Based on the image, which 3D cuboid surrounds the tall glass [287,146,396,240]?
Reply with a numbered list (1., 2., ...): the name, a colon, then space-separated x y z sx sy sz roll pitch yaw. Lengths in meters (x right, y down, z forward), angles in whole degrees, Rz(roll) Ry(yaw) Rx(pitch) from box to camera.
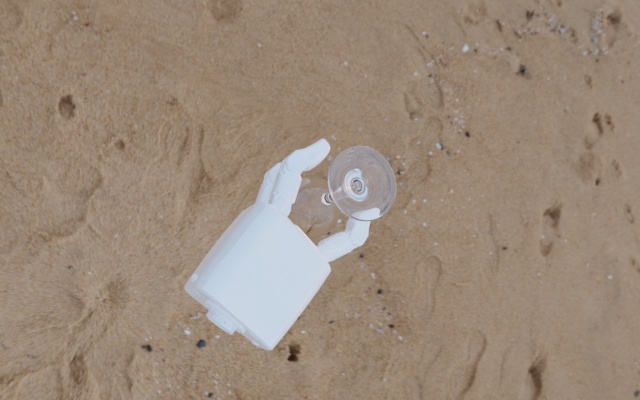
1. tall glass: 0.000 0.002 0.544 0.079 0.079 0.201 0 -10 -25
